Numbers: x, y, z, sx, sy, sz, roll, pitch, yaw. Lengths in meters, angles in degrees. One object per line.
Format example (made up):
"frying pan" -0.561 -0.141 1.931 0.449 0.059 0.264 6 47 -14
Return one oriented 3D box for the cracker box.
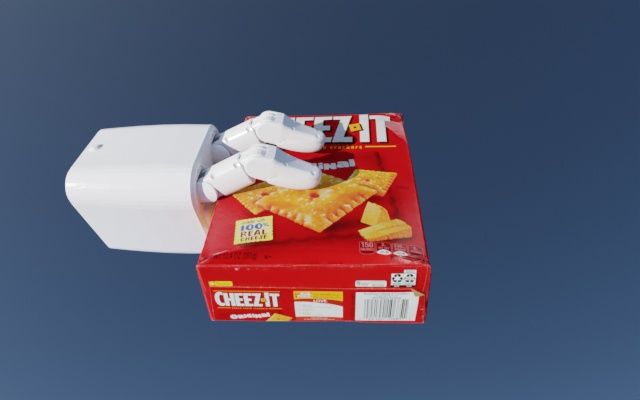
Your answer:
"cracker box" 0.000 0.002 0.420 0.164 0.072 0.213 0 39 3
